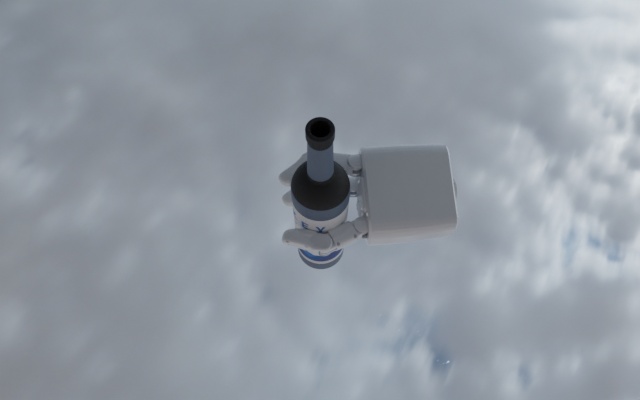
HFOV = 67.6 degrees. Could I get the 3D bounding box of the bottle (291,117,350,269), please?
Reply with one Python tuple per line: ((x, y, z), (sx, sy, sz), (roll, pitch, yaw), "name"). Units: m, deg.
((0.000, 0.002, 0.562), (0.069, 0.069, 0.296), (0, -27, 0), "bottle")
